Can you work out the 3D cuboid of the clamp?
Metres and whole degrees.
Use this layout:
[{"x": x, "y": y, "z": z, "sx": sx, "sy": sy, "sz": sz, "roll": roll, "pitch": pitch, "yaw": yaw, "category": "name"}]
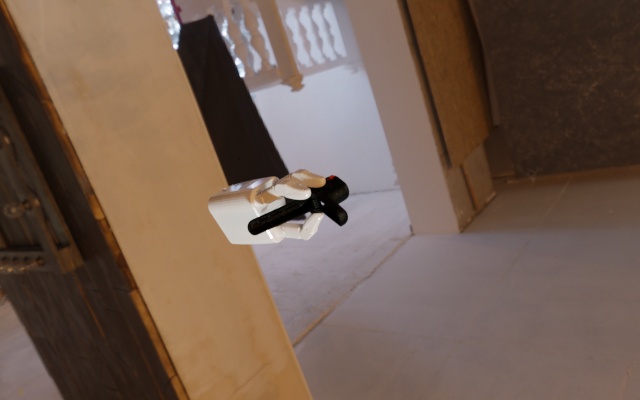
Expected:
[{"x": 0.000, "y": 0.003, "z": 0.784, "sx": 0.164, "sy": 0.036, "sz": 0.210, "roll": -4, "pitch": 19, "yaw": 30, "category": "clamp"}]
